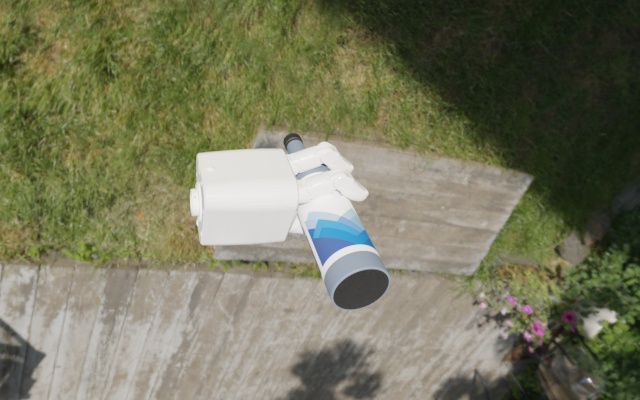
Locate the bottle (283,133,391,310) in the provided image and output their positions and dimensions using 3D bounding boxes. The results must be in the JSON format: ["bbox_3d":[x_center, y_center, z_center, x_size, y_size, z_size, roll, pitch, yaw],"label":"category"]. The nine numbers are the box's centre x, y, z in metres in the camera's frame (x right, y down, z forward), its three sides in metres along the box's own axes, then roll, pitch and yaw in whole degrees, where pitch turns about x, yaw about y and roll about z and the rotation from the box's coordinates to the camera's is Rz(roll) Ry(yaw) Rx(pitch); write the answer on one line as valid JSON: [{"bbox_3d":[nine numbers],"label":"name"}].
[{"bbox_3d":[0.000,0.002,0.603,0.069,0.069,0.295,0,38,-22],"label":"bottle"}]
